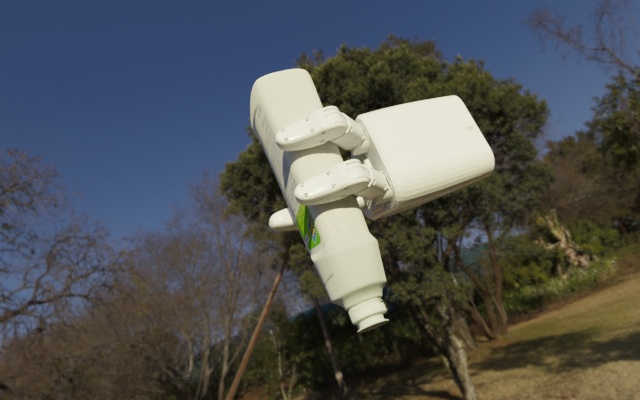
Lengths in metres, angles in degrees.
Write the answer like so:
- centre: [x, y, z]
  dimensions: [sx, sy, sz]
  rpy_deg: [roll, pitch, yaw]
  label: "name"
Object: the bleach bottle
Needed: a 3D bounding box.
- centre: [0.000, 0.001, 0.451]
  dimensions: [0.068, 0.250, 0.103]
  rpy_deg: [-16, -23, -13]
  label: "bleach bottle"
